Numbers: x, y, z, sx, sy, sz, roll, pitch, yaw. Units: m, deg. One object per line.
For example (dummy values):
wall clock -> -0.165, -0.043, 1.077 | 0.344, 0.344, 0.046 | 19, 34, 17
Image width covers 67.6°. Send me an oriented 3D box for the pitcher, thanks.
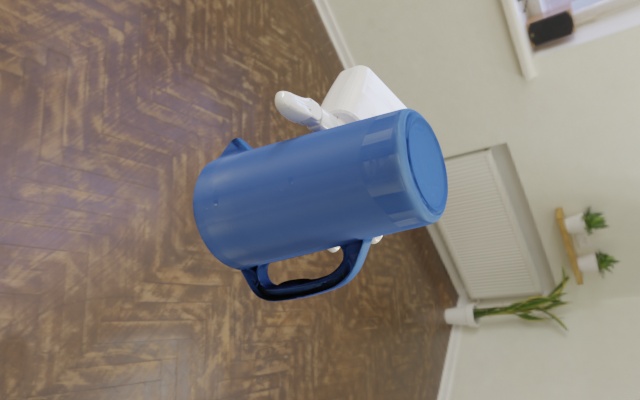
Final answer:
pitcher -> 0.000, 0.001, 0.490 | 0.243, 0.149, 0.145 | -13, 36, 32
